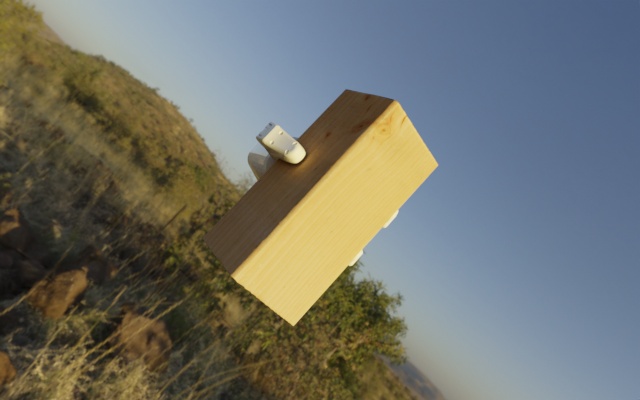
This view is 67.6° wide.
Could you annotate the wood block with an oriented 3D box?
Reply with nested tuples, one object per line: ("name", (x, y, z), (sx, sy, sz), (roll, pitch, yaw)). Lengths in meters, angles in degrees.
("wood block", (0.000, 0.001, 0.460), (0.091, 0.206, 0.090), (47, -8, -34))
